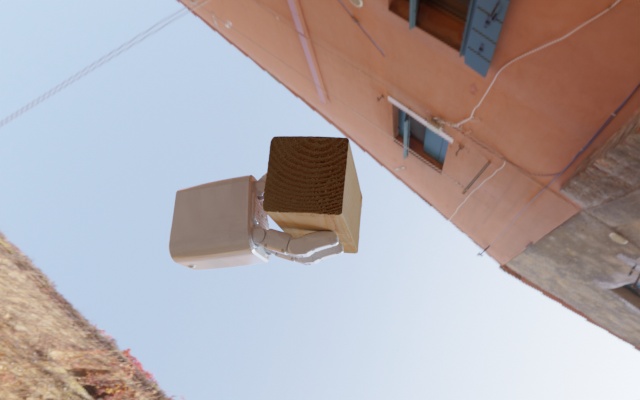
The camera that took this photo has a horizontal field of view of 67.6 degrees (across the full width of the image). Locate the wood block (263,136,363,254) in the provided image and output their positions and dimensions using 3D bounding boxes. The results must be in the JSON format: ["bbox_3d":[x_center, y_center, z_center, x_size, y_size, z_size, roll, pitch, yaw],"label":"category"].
[{"bbox_3d":[0.000,0.002,0.612,0.090,0.090,0.206,2,-17,10],"label":"wood block"}]
